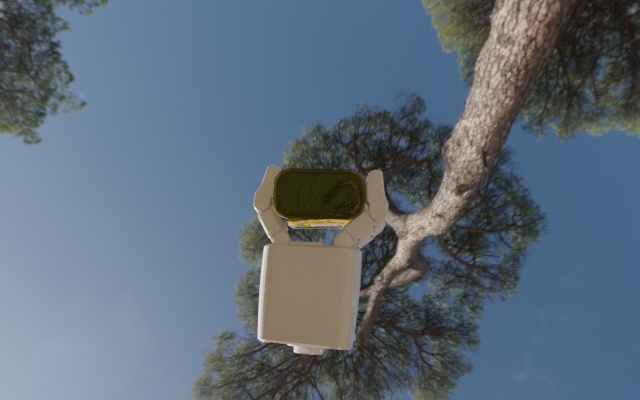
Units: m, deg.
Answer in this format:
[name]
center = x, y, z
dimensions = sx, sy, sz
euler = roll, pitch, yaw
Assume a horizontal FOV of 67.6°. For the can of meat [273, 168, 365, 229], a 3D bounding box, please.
[can of meat]
center = 0.000, 0.002, 0.565
dimensions = 0.102, 0.057, 0.084
euler = 1, -13, 3
